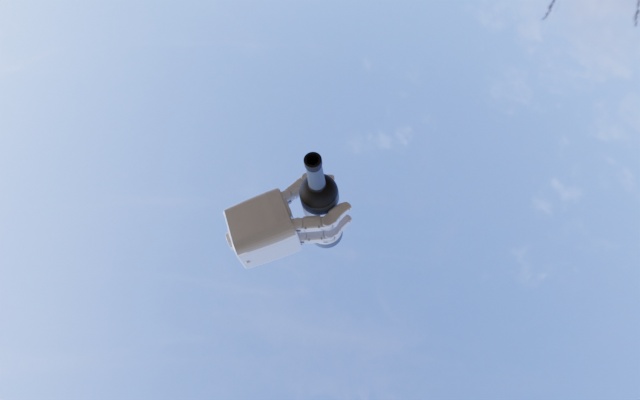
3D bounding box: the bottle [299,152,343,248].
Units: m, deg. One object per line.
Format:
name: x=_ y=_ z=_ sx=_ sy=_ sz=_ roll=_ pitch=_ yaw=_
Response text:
bottle: x=0.000 y=0.003 z=0.833 sx=0.069 sy=0.069 sz=0.296 roll=0 pitch=-25 yaw=5
